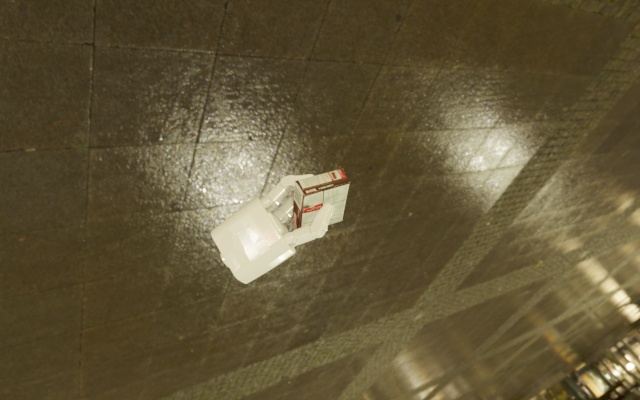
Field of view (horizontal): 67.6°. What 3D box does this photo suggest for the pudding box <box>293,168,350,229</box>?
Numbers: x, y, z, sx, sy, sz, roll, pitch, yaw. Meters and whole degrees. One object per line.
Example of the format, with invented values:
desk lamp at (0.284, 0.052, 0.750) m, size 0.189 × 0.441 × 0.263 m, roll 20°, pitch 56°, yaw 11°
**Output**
pudding box at (0.000, 0.003, 0.839) m, size 0.090 × 0.039 × 0.114 m, roll -17°, pitch -34°, yaw -19°
